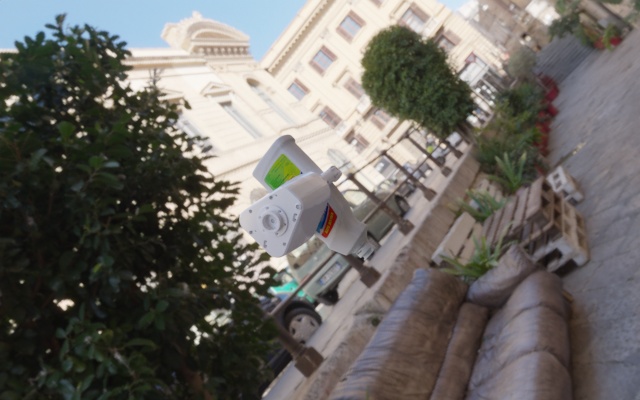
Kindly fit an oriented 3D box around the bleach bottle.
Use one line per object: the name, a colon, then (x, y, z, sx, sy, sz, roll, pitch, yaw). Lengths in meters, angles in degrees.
bleach bottle: (0.000, 0.003, 0.839, 0.251, 0.102, 0.068, 43, 24, 7)
